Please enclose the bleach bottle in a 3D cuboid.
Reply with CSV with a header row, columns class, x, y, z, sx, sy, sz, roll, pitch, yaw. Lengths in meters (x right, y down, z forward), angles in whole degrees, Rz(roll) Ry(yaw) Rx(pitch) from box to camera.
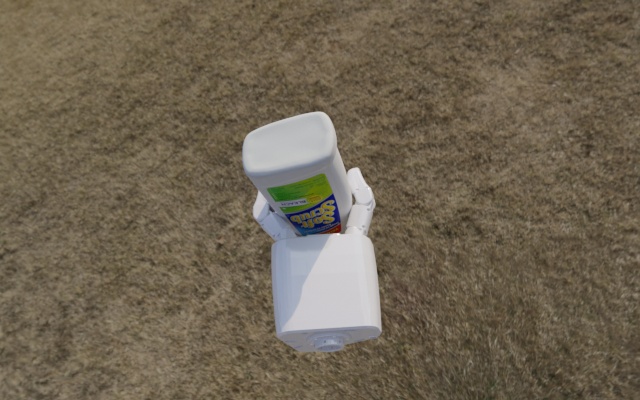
class,x,y,z,sx,sy,sz,roll,pitch,yaw
bleach bottle,0.000,0.002,0.580,0.102,0.068,0.251,-13,-32,12
